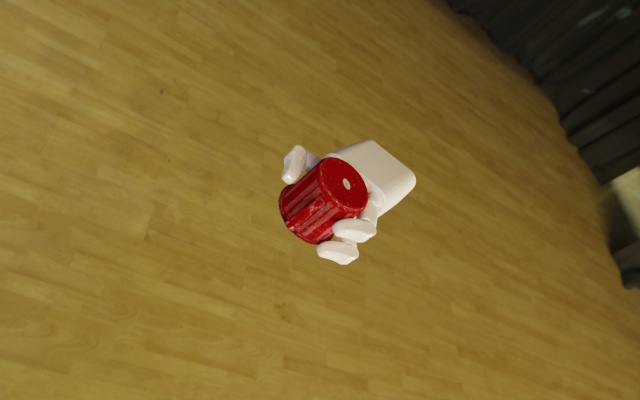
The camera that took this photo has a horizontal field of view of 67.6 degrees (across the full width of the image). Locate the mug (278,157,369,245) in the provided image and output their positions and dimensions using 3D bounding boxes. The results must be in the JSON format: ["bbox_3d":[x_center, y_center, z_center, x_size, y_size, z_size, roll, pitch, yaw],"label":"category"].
[{"bbox_3d":[-0.001,0.002,0.600,0.081,0.093,0.117,-40,-5,39],"label":"mug"}]
